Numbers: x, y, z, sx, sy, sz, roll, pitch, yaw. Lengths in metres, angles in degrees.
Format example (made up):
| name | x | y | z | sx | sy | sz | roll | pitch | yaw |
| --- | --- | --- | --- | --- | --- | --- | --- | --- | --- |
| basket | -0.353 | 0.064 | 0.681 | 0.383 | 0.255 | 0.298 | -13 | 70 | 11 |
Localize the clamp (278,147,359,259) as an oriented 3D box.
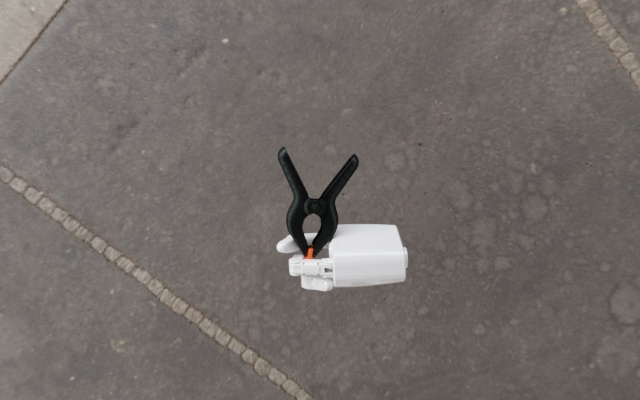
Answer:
| name | x | y | z | sx | sy | sz | roll | pitch | yaw |
| --- | --- | --- | --- | --- | --- | --- | --- | --- | --- |
| clamp | 0.000 | 0.003 | 0.718 | 0.120 | 0.171 | 0.039 | -3 | 10 | 0 |
